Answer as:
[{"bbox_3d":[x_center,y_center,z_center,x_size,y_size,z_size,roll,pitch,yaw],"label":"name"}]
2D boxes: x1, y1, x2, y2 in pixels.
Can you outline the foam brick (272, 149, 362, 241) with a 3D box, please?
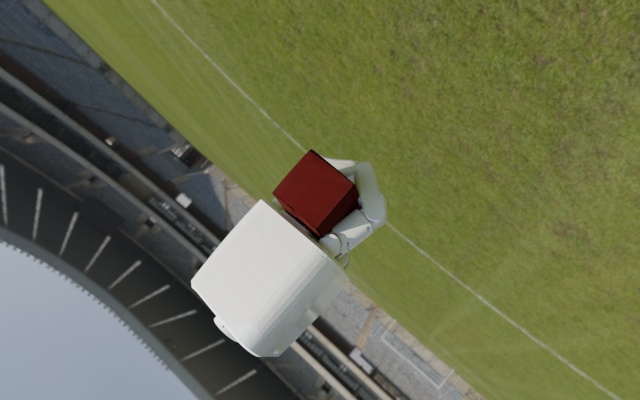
[{"bbox_3d":[0.000,0.001,0.429,0.053,0.051,0.078,40,-7,20],"label":"foam brick"}]
